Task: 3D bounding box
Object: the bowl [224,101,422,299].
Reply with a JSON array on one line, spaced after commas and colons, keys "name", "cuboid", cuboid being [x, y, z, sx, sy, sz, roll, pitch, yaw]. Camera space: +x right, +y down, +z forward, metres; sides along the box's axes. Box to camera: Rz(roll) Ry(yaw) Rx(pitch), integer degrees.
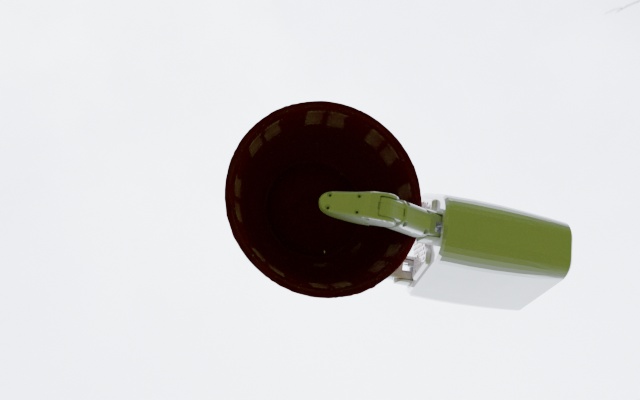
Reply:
[{"name": "bowl", "cuboid": [-0.001, 0.001, 0.403, 0.162, 0.162, 0.055, 0, -13, -13]}]
